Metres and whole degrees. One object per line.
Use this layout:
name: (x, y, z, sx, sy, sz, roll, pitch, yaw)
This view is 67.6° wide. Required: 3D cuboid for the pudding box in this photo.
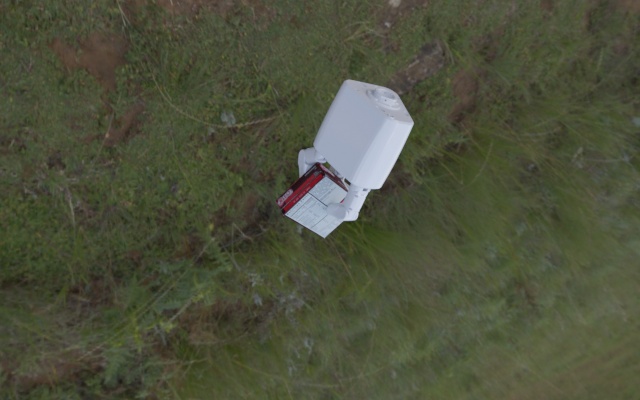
pudding box: (0.000, 0.002, 0.735, 0.113, 0.090, 0.039, 35, 18, -46)
